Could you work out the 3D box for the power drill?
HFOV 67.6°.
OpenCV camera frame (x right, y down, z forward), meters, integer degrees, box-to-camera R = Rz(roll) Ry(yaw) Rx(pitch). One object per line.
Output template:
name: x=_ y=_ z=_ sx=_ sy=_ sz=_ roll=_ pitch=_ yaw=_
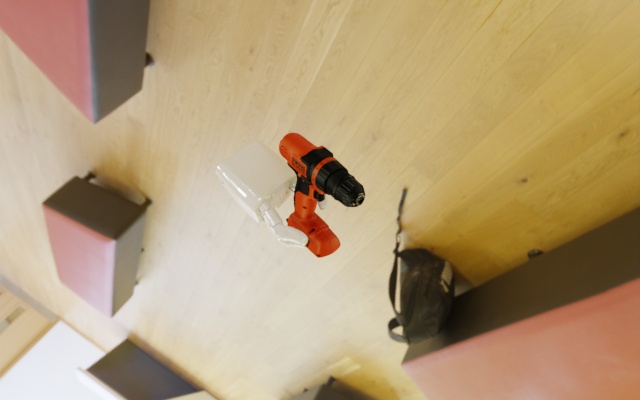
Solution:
power drill: x=0.000 y=0.003 z=0.773 sx=0.057 sy=0.188 sz=0.184 roll=-24 pitch=47 yaw=-28
